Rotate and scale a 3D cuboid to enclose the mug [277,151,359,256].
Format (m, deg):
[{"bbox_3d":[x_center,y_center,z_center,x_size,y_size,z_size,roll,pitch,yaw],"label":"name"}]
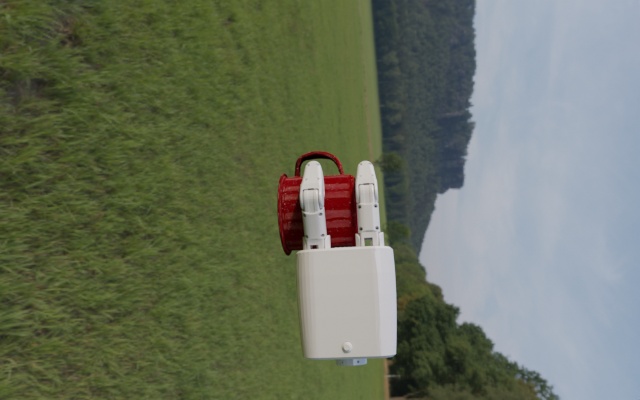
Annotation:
[{"bbox_3d":[0.000,0.000,0.538,0.081,0.117,0.093,-3,-12,6],"label":"mug"}]
